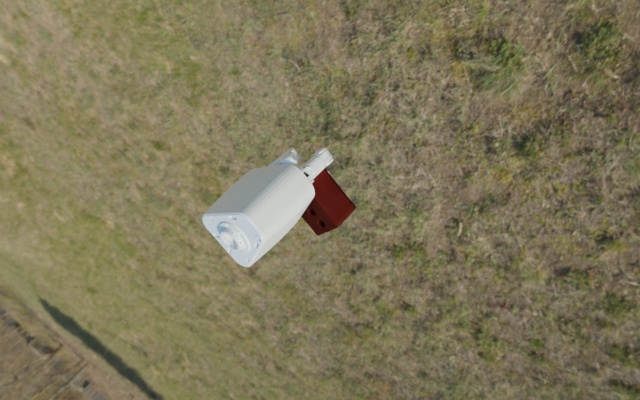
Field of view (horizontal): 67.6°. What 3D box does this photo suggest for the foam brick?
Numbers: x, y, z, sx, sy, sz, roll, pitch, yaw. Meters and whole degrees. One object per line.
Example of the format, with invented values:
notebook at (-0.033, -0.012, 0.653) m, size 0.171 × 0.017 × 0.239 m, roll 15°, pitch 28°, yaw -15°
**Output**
foam brick at (0.000, 0.002, 0.682) m, size 0.053 × 0.078 × 0.051 m, roll -27°, pitch 16°, yaw 50°
